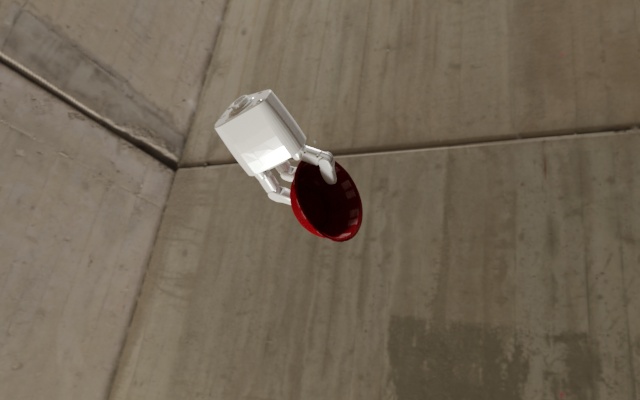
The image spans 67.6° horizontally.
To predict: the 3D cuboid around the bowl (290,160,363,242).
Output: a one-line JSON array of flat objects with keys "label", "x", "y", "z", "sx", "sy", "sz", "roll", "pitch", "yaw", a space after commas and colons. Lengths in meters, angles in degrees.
[{"label": "bowl", "x": 0.001, "y": 0.004, "z": 0.839, "sx": 0.162, "sy": 0.162, "sz": 0.055, "roll": 0, "pitch": -21, "yaw": -45}]
